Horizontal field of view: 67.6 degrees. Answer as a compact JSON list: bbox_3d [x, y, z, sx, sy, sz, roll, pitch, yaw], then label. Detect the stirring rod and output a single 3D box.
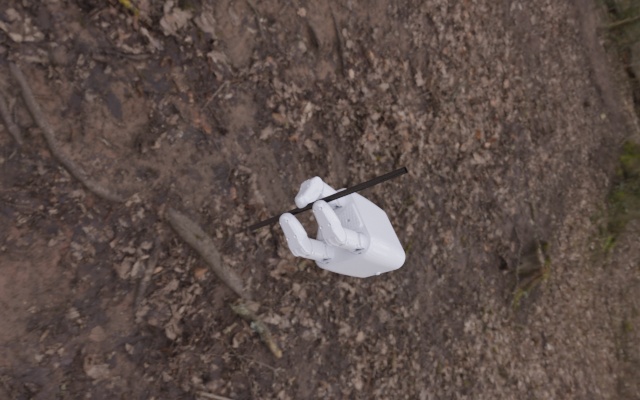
[{"bbox_3d":[0.000,0.002,0.601,0.239,0.011,0.011,-21,-11,31],"label":"stirring rod"}]
